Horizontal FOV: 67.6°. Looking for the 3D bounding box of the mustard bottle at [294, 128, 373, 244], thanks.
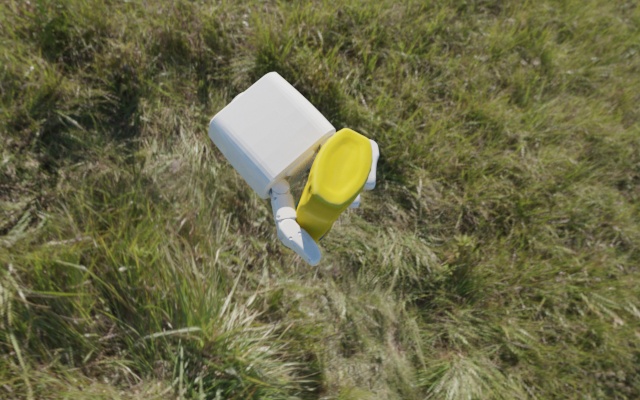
[{"bbox_3d":[0.000,0.002,0.564,0.058,0.096,0.192,25,-28,-4],"label":"mustard bottle"}]
